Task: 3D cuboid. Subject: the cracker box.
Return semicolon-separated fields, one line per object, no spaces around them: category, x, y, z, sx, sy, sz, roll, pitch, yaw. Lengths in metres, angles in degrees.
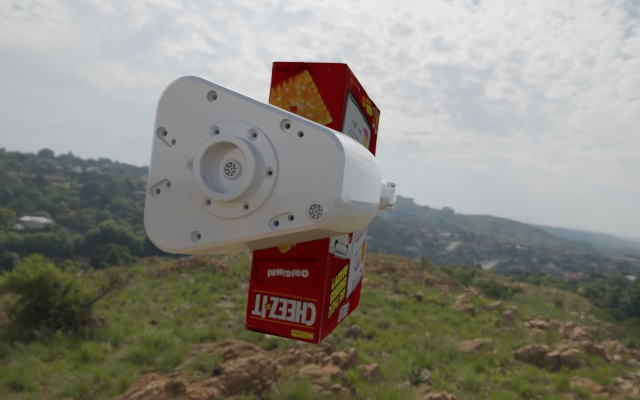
cracker box;0.000;0.001;0.440;0.072;0.213;0.164;7;0;16
